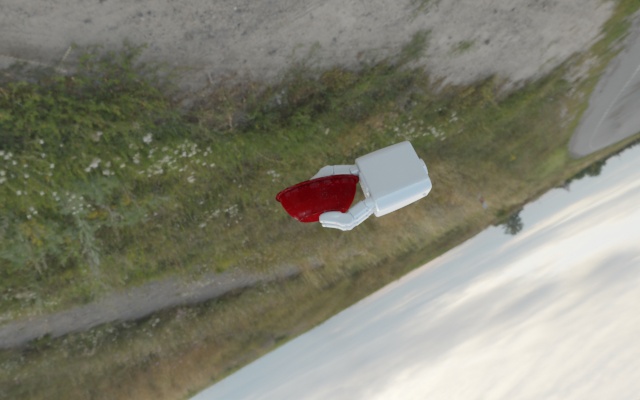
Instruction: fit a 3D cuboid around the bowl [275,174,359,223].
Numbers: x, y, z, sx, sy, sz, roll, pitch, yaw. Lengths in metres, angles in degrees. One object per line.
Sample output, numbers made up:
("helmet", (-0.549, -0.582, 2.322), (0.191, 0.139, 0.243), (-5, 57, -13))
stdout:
("bowl", (-0.001, 0.004, 0.886), (0.162, 0.055, 0.162), (-13, -11, -3))
